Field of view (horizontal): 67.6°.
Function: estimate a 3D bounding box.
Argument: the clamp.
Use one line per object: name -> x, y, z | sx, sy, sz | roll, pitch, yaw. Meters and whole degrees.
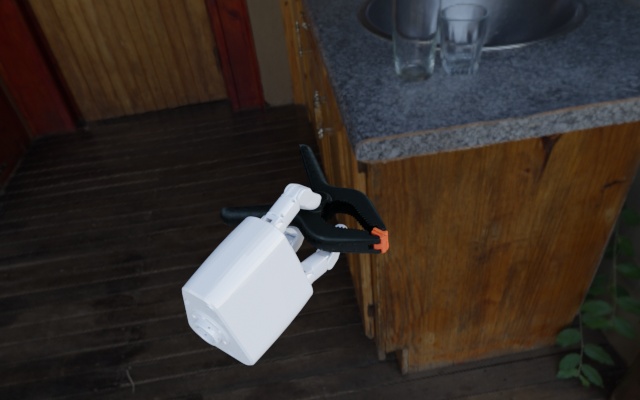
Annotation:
clamp -> 0.000, 0.002, 0.599 | 0.210, 0.036, 0.164 | 20, 54, 28
